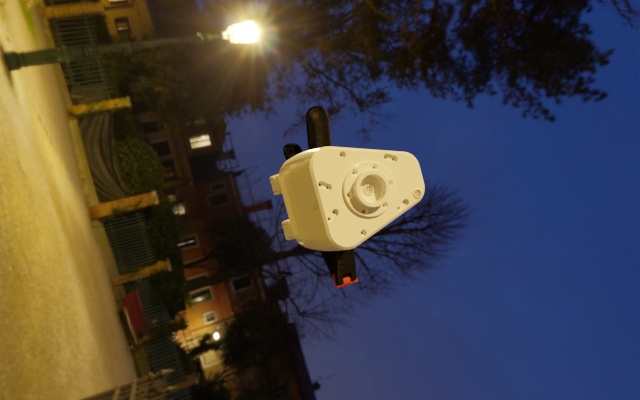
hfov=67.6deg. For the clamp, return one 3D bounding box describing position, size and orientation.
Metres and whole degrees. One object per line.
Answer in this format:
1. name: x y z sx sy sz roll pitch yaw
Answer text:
1. clamp: 0.001 0.002 0.593 0.036 0.210 0.164 -15 2 -15
